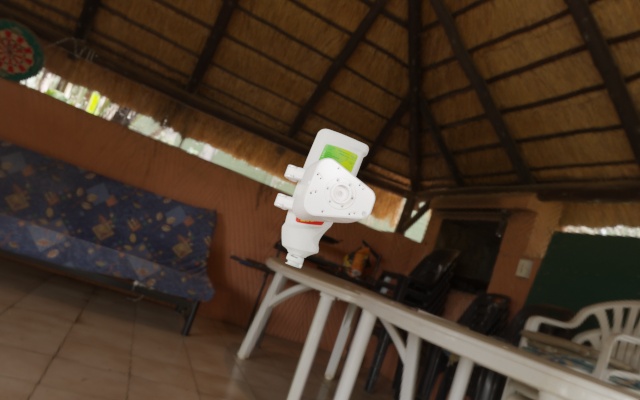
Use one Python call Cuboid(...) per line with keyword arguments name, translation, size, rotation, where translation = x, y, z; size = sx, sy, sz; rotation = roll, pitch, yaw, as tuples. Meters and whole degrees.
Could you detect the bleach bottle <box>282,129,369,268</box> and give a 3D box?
Cuboid(name="bleach bottle", translation=(0.000, 0.003, 0.873), size=(0.102, 0.251, 0.068), rotation=(21, -7, -10))
